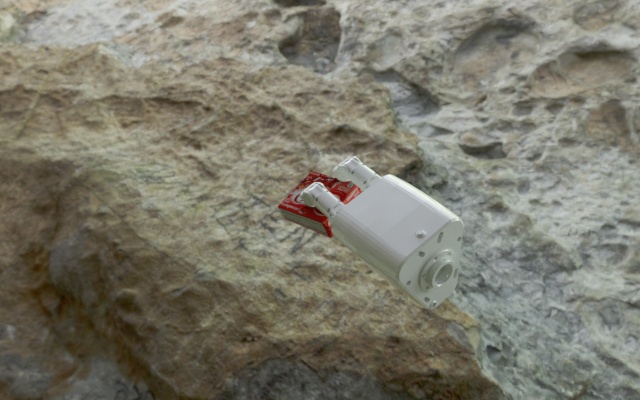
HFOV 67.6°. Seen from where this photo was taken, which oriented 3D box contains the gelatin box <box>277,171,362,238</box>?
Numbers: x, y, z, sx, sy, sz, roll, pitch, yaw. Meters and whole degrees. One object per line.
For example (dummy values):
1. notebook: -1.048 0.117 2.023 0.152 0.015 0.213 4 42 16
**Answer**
1. gelatin box: 0.000 0.002 0.618 0.089 0.030 0.073 18 57 43
